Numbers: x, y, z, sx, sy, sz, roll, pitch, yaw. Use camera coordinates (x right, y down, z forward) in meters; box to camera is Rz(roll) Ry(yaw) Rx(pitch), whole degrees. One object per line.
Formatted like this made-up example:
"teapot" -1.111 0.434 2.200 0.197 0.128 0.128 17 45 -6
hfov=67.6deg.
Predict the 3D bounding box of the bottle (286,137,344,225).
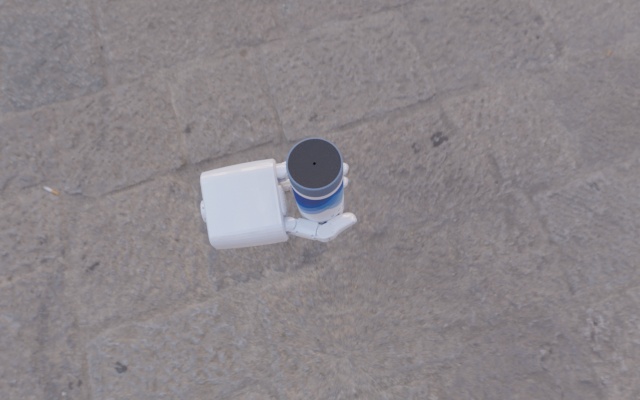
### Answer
"bottle" 0.000 0.002 0.687 0.069 0.069 0.296 0 -18 3
